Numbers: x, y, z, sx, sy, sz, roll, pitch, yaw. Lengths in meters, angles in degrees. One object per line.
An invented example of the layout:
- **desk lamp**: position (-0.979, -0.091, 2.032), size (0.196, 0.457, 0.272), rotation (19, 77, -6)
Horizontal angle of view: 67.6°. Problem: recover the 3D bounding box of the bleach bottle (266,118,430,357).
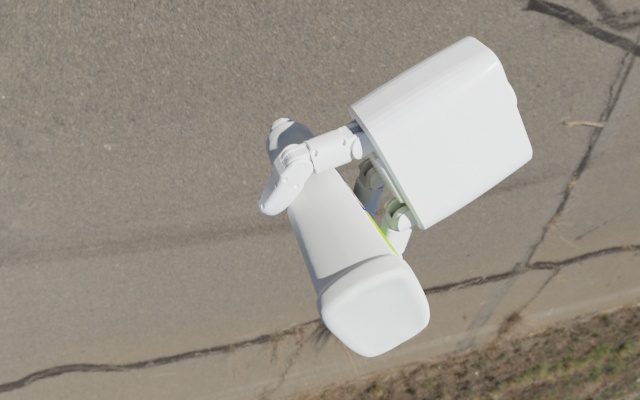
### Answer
- **bleach bottle**: position (0.000, 0.001, 0.408), size (0.068, 0.250, 0.103), rotation (-31, -43, 3)
